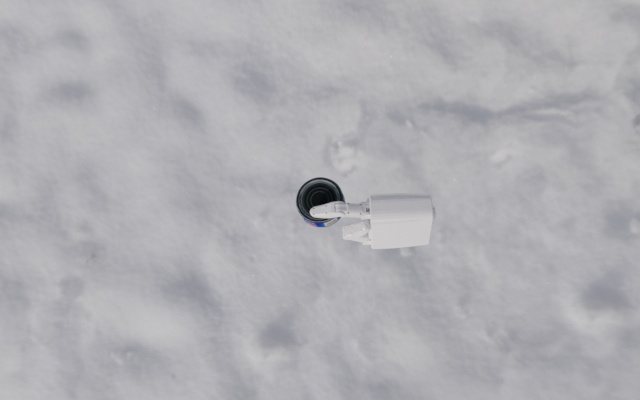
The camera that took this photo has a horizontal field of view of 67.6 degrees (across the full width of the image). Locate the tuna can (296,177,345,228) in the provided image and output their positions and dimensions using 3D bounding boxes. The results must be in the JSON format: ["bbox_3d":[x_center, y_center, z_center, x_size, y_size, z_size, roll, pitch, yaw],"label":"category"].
[{"bbox_3d":[0.000,0.003,0.845,0.086,0.086,0.034,0,-16,9],"label":"tuna can"}]
